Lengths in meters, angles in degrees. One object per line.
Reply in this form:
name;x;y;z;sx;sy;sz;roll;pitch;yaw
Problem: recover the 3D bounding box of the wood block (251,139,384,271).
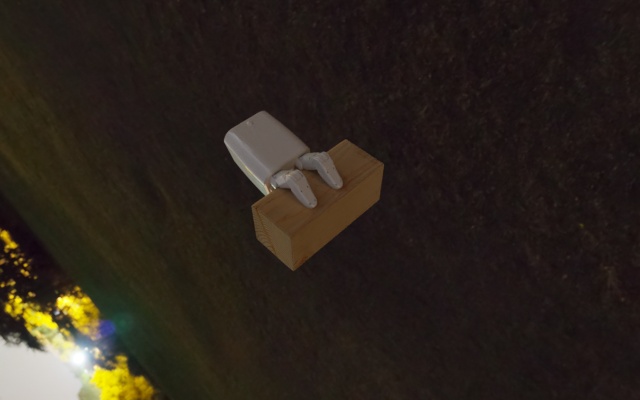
wood block;0.000;0.003;0.770;0.090;0.091;0.206;37;59;27
